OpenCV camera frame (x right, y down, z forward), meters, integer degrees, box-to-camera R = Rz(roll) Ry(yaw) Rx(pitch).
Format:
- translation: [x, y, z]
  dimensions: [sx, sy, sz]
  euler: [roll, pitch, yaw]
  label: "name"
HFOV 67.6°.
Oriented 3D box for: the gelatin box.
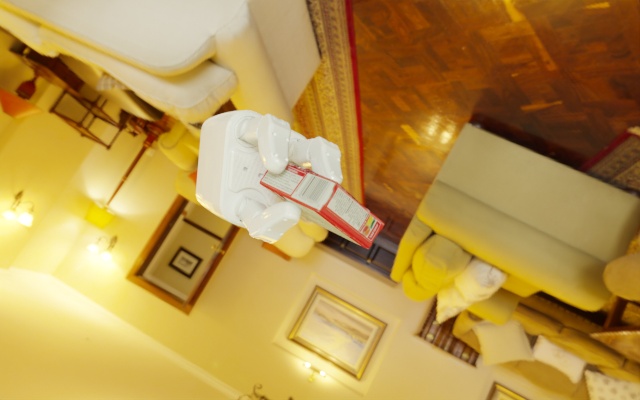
- translation: [0.000, 0.002, 0.409]
  dimensions: [0.089, 0.030, 0.073]
  euler: [24, -11, 47]
  label: "gelatin box"
